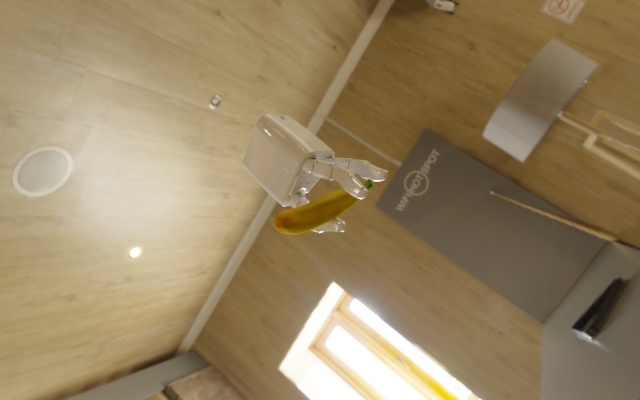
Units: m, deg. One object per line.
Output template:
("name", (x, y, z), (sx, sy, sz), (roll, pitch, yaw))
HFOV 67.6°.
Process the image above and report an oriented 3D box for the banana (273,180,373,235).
("banana", (-0.005, 0.013, 0.683), (0.197, 0.037, 0.070), (-25, -23, -44))
